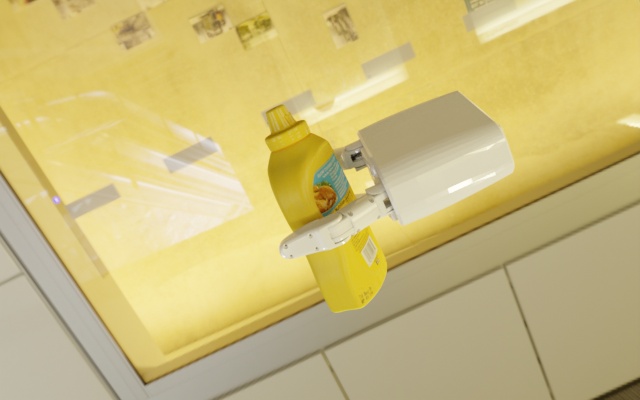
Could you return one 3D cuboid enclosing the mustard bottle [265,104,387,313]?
[{"bbox_3d":[0.000,0.002,0.445,0.058,0.192,0.096,-16,19,28],"label":"mustard bottle"}]
